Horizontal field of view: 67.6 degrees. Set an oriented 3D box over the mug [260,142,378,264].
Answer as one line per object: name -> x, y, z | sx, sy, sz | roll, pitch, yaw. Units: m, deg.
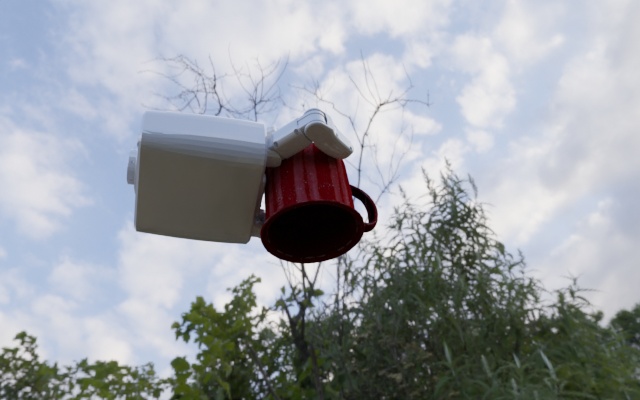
mug -> 0.001, 0.001, 0.452 | 0.117, 0.081, 0.093 | 7, -43, -18
